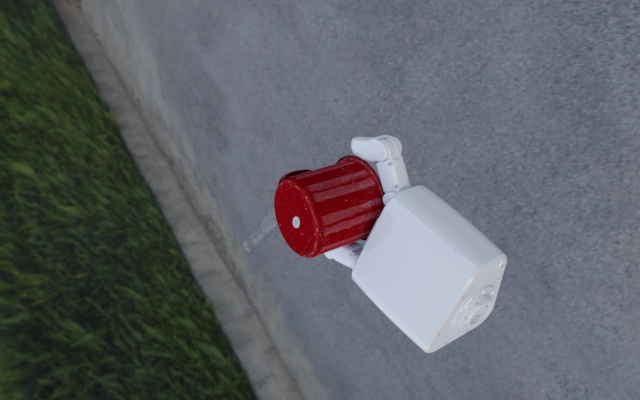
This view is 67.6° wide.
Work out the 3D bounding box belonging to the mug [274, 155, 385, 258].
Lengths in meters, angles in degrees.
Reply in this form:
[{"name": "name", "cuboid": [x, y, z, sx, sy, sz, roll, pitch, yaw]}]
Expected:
[{"name": "mug", "cuboid": [-0.001, 0.001, 0.488, 0.081, 0.093, 0.117, -18, 43, -32]}]
